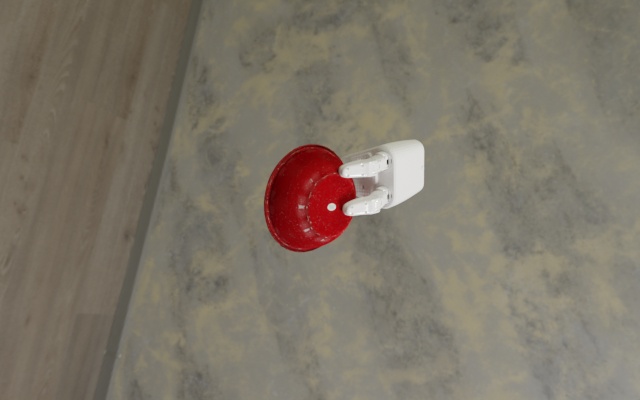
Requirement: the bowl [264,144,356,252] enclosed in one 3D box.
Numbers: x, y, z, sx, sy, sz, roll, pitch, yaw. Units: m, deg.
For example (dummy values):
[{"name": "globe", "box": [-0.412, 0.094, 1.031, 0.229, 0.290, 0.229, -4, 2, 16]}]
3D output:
[{"name": "bowl", "box": [-0.001, 0.003, 0.683, 0.162, 0.162, 0.055, 0, 10, -40]}]
